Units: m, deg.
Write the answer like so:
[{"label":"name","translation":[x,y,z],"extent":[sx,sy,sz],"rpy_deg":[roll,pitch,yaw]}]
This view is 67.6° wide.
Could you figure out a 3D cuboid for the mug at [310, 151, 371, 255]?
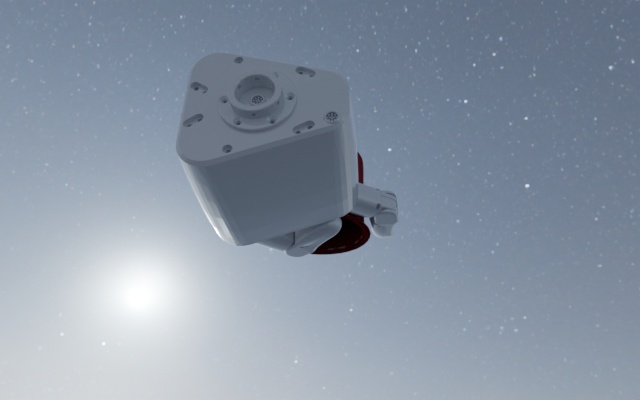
[{"label":"mug","translation":[0.000,0.002,0.456],"extent":[0.093,0.081,0.117],"rpy_deg":[0,-29,4]}]
